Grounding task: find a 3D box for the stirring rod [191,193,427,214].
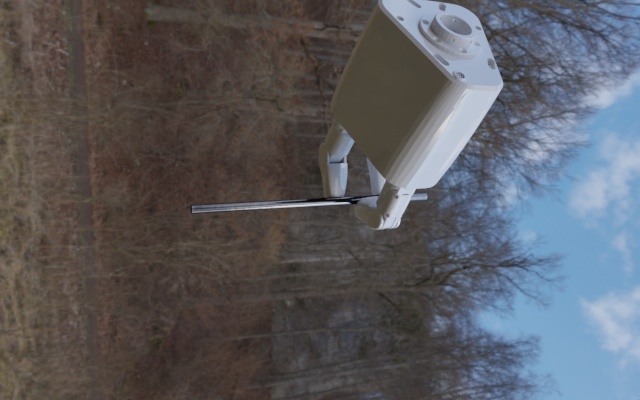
[{"bbox_3d":[0.000,0.002,0.454,0.239,0.011,0.011,-3,1,-24],"label":"stirring rod"}]
